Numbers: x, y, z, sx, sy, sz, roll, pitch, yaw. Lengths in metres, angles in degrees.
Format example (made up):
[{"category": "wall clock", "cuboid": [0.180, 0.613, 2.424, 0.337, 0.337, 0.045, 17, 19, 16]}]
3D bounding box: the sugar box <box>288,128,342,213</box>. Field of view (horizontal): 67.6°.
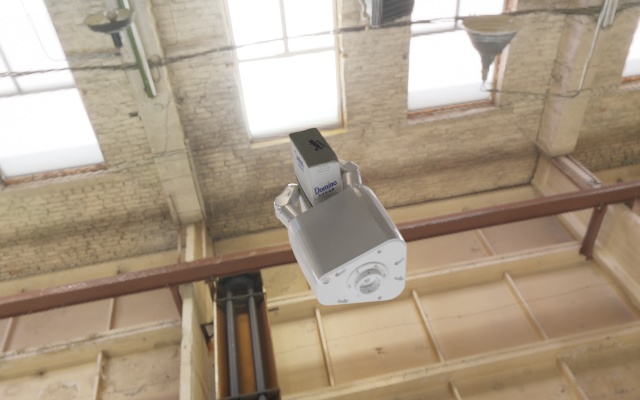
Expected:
[{"category": "sugar box", "cuboid": [0.001, 0.002, 0.637, 0.048, 0.176, 0.093, -14, 38, -12]}]
